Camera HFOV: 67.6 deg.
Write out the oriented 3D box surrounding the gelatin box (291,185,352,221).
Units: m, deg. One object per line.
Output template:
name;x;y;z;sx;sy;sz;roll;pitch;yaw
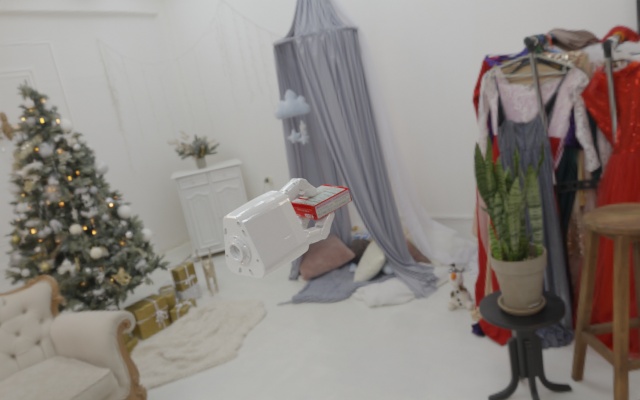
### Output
gelatin box;0.000;0.002;0.867;0.089;0.030;0.073;-29;23;-32
